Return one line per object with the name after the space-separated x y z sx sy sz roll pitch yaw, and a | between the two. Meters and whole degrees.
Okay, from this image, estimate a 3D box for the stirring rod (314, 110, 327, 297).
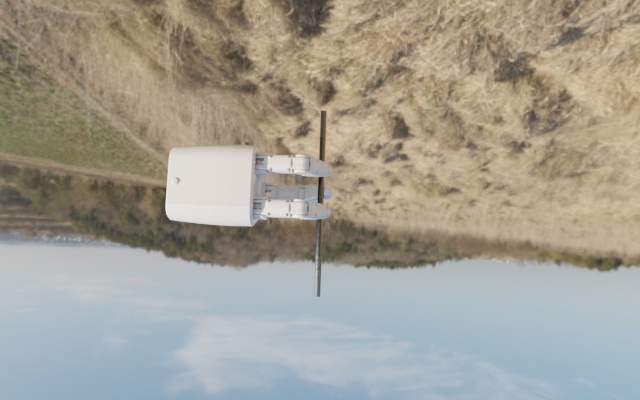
0.000 0.002 0.616 0.011 0.239 0.011 2 -6 0 | stirring rod
